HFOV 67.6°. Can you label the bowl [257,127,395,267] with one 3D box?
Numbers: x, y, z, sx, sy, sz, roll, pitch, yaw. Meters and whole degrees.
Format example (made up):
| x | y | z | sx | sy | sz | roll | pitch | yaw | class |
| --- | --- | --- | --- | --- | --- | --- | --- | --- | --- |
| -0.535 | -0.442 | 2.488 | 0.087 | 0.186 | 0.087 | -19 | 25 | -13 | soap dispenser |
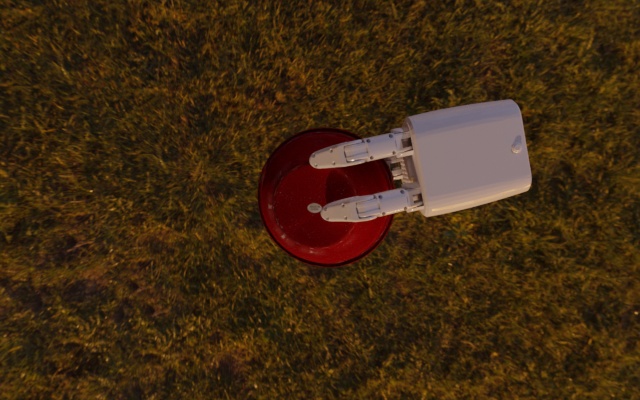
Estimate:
| x | y | z | sx | sy | sz | roll | pitch | yaw | class |
| --- | --- | --- | --- | --- | --- | --- | --- | --- | --- |
| -0.001 | 0.002 | 0.520 | 0.162 | 0.162 | 0.055 | 0 | 9 | 12 | bowl |
